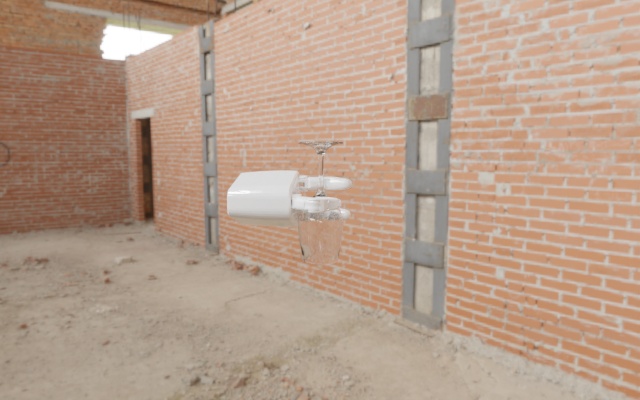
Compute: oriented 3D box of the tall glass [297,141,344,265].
[{"bbox_3d":[0.000,0.002,0.801,0.079,0.201,0.079,0,6,0],"label":"tall glass"}]
